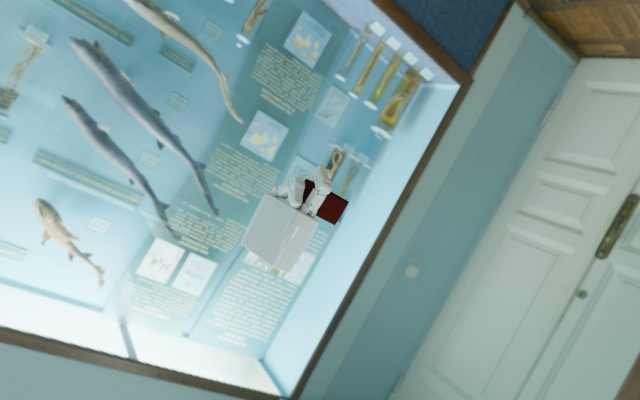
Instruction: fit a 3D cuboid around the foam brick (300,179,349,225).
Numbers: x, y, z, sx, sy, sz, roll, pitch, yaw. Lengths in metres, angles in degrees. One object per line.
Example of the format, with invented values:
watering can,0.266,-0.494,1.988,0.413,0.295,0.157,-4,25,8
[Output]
foam brick,0.000,0.003,0.873,0.078,0.051,0.053,29,-1,-35
